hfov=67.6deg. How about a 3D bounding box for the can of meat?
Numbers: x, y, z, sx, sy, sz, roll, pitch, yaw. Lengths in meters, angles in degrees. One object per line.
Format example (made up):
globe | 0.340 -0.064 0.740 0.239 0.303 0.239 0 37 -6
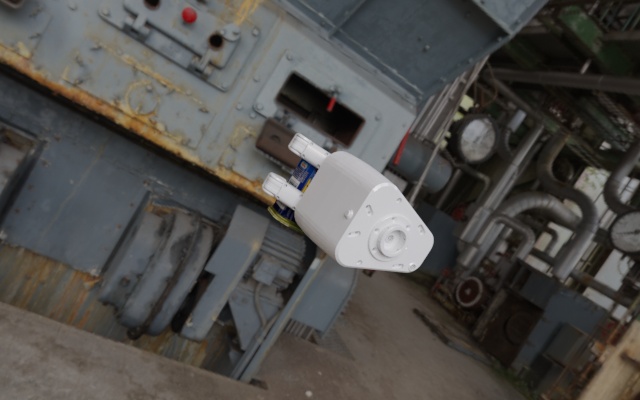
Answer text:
can of meat | 0.000 0.002 0.598 0.102 0.084 0.057 29 7 -27
